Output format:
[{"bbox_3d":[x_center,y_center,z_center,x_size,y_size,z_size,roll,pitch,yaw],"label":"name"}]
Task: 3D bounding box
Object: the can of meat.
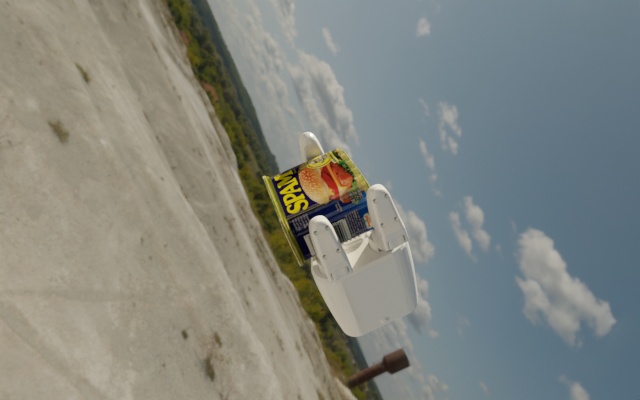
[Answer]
[{"bbox_3d":[0.000,0.001,0.451,0.084,0.057,0.102,-24,36,-3],"label":"can of meat"}]
